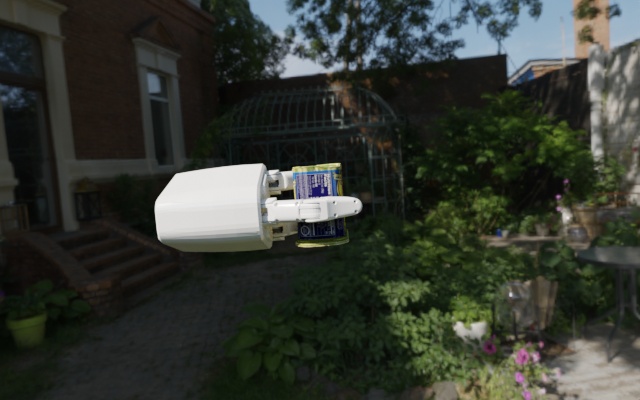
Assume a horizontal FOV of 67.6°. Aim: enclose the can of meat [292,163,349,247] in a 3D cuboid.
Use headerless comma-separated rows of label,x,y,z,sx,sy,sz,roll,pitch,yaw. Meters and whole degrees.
can of meat,0.000,0.001,0.539,0.057,0.084,0.102,-4,5,3
